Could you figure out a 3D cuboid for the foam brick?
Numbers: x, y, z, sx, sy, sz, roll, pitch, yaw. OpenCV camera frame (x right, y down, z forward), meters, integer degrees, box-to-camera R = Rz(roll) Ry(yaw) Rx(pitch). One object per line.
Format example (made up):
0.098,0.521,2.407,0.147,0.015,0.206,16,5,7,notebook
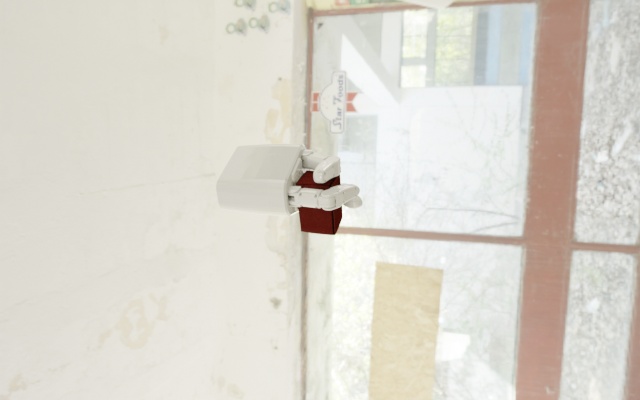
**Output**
0.000,0.003,0.681,0.051,0.078,0.053,2,26,15,foam brick
